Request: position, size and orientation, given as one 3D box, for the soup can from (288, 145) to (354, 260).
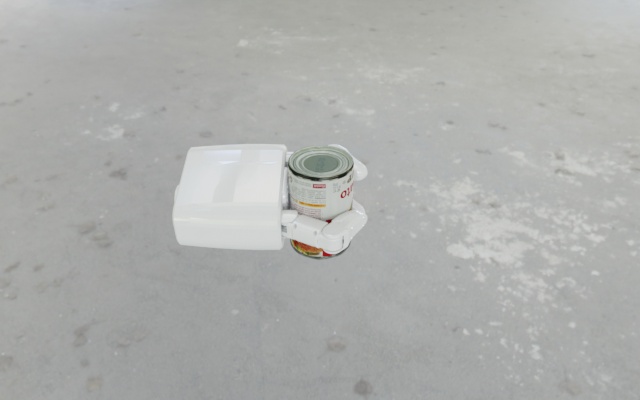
[{"bbox_3d":[0.001,0.001,0.501,0.068,0.102,0.068,0,35,0],"label":"soup can"}]
